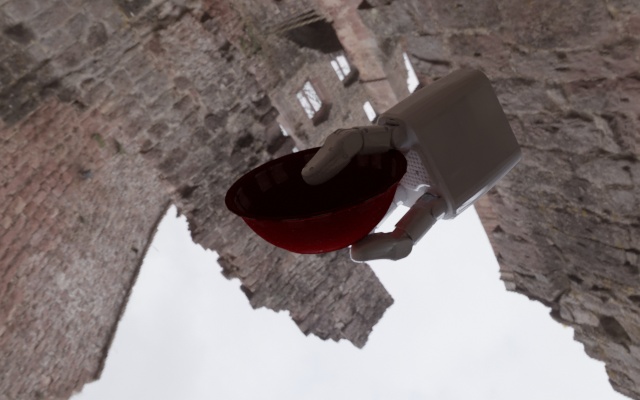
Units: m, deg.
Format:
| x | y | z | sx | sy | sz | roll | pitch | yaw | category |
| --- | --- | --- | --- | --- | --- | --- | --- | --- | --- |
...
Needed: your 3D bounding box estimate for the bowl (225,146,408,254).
| x | y | z | sx | sy | sz | roll | pitch | yaw | category |
| --- | --- | --- | --- | --- | --- | --- | --- | --- | --- |
| -0.001 | 0.002 | 0.428 | 0.162 | 0.055 | 0.162 | -10 | 24 | 5 | bowl |
